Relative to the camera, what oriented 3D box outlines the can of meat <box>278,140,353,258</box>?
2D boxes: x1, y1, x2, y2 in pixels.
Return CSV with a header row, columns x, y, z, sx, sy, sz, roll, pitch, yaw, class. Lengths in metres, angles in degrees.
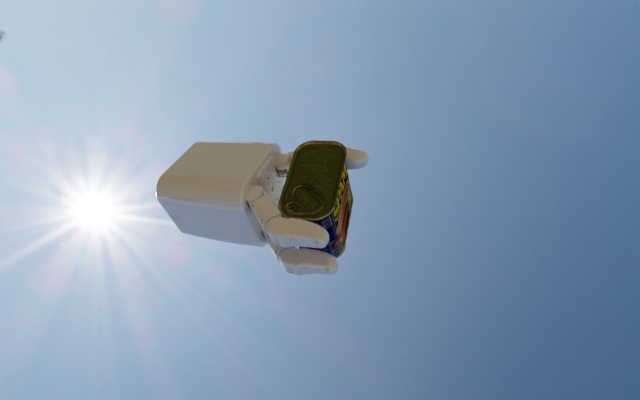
x,y,z,sx,sy,sz,roll,pitch,yaw,class
0.000,0.002,0.509,0.057,0.102,0.084,3,-37,15,can of meat
